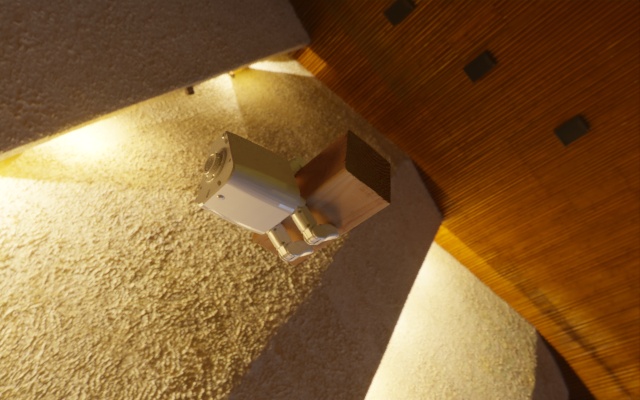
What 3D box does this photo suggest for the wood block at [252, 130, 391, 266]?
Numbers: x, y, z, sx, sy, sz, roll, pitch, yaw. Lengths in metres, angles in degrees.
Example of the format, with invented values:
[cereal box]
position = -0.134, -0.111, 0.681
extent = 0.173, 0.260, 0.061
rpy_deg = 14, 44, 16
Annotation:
[wood block]
position = 0.000, 0.002, 0.717
extent = 0.090, 0.090, 0.206
rpy_deg = 35, -51, -25
